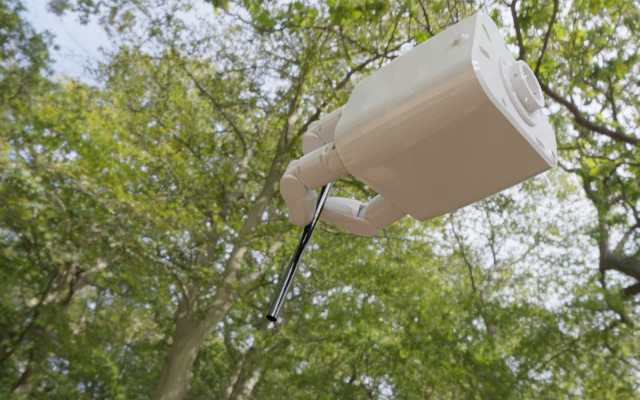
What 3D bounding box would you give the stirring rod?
[{"bbox_3d":[0.000,0.001,0.413,0.011,0.011,0.239,0,42,22],"label":"stirring rod"}]
